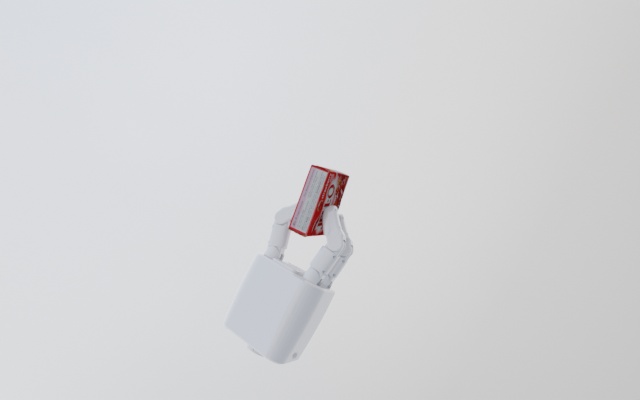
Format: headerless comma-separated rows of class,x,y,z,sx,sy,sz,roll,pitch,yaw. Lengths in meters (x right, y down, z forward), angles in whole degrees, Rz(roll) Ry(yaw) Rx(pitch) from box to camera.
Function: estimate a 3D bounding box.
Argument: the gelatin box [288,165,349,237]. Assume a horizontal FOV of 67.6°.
gelatin box,0.000,0.002,0.619,0.030,0.089,0.073,22,6,23
